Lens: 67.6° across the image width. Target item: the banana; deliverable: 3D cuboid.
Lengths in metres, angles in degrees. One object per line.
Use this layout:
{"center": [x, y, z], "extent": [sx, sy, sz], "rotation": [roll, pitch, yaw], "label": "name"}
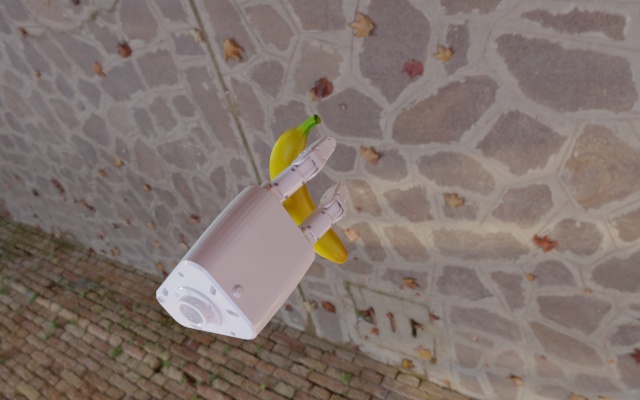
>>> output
{"center": [-0.018, -0.002, 0.550], "extent": [0.069, 0.198, 0.037], "rotation": [3, 37, 24], "label": "banana"}
